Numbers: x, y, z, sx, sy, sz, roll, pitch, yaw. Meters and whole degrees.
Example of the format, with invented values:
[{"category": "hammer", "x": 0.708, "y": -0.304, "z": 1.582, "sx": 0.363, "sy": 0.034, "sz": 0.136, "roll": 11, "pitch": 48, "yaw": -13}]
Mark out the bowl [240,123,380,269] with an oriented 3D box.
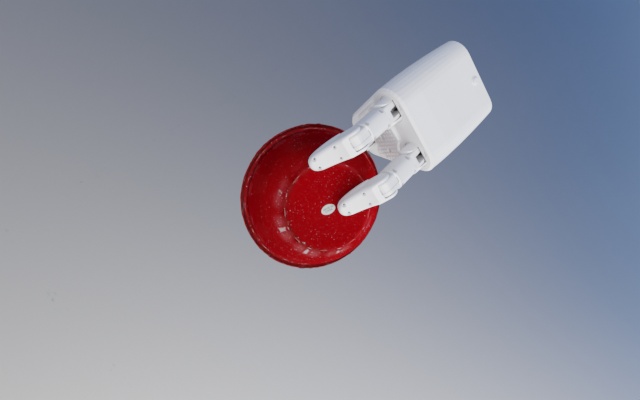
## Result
[{"category": "bowl", "x": -0.001, "y": 0.003, "z": 0.502, "sx": 0.162, "sy": 0.162, "sz": 0.055, "roll": 0, "pitch": 11, "yaw": -18}]
